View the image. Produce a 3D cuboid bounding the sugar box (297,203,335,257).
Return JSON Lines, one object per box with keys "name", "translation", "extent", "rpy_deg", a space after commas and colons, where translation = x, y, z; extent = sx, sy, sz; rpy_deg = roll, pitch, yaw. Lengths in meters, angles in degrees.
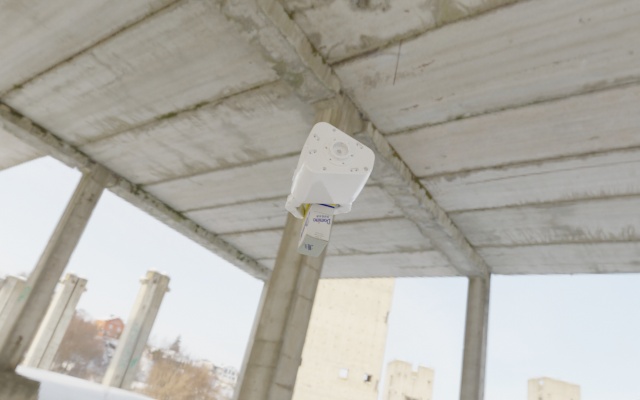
{"name": "sugar box", "translation": [0.000, 0.002, 0.847], "extent": [0.048, 0.176, 0.093], "rpy_deg": [17, -27, -6]}
